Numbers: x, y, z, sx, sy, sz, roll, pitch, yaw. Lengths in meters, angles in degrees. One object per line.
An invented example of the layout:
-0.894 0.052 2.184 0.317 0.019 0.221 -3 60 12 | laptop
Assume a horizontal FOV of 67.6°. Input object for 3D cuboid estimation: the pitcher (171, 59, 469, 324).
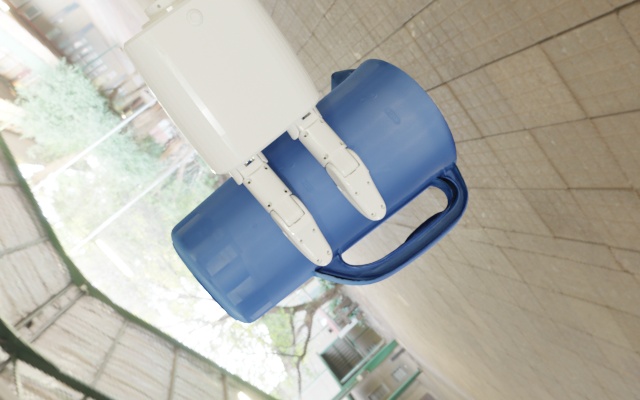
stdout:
0.000 0.001 0.429 0.243 0.145 0.149 -40 28 -10 | pitcher
